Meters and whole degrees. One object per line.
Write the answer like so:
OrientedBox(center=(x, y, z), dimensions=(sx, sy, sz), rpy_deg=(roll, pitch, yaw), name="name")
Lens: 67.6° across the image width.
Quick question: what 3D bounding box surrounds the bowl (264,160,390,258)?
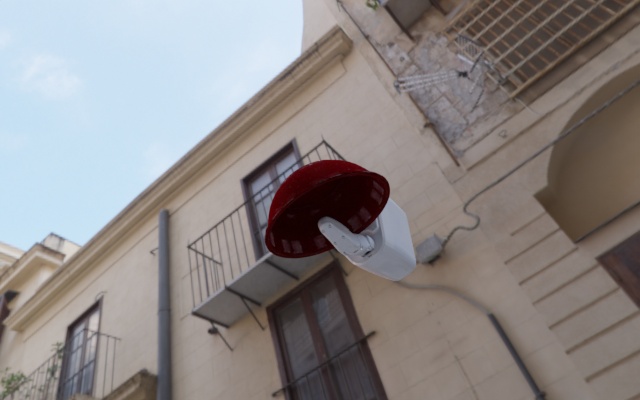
OrientedBox(center=(-0.001, 0.001, 0.572), dimensions=(0.162, 0.055, 0.162), rpy_deg=(-21, -30, -13), name="bowl")
